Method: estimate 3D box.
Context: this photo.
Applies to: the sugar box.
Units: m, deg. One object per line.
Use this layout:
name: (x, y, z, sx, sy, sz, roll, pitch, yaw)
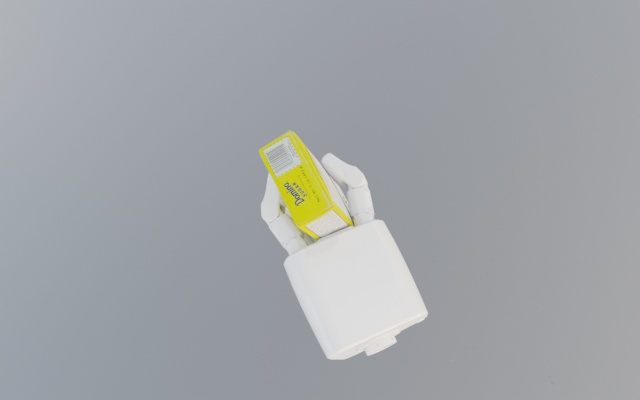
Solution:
sugar box: (0.000, 0.002, 0.521, 0.048, 0.093, 0.176, -29, -23, 4)
